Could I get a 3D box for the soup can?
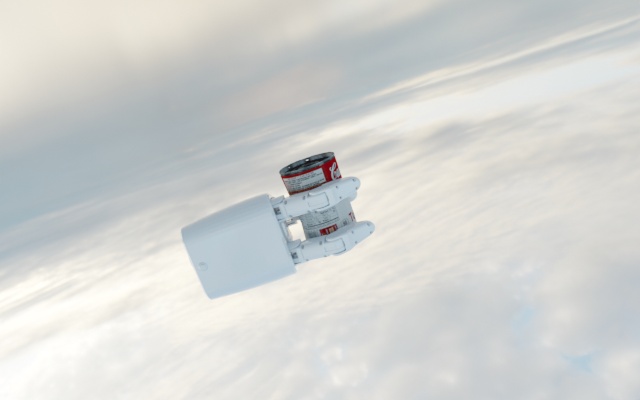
[{"bbox_3d":[0.001,0.002,0.564,0.068,0.102,0.068,-18,14,5],"label":"soup can"}]
